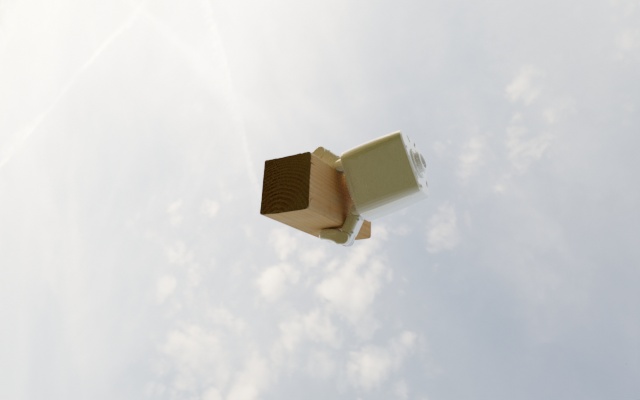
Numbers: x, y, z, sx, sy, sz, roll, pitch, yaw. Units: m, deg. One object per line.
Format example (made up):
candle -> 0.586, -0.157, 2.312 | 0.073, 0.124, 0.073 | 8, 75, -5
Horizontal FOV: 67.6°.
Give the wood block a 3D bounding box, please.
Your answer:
wood block -> 0.001, 0.003, 0.790 | 0.090, 0.090, 0.206 | -8, -20, 30
